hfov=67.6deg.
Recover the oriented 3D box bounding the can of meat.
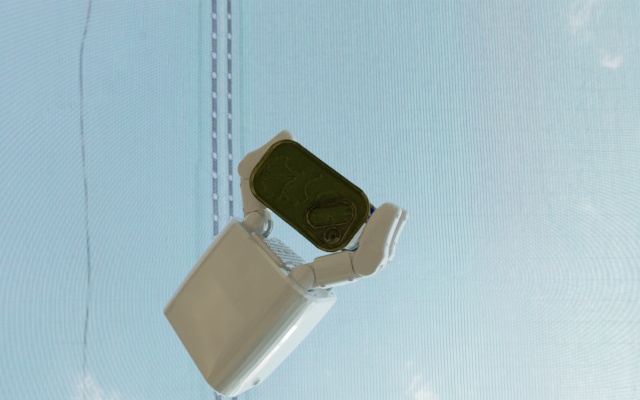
[{"bbox_3d":[0.000,0.001,0.417,0.102,0.057,0.084,37,2,18],"label":"can of meat"}]
